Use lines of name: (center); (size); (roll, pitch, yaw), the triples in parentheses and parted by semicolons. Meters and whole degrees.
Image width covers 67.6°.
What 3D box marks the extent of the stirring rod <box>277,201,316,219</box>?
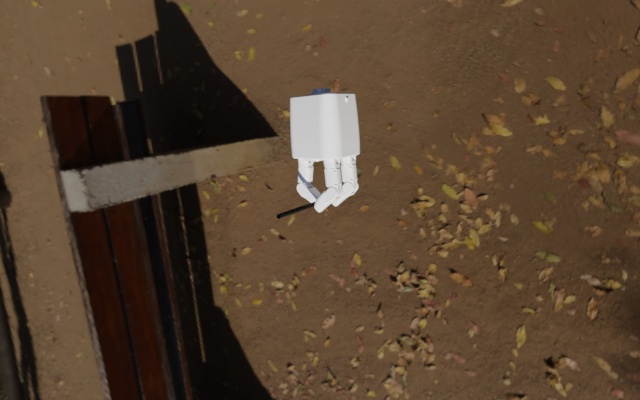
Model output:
stirring rod: (0.000, 0.003, 0.831); (0.011, 0.011, 0.239); (0, 10, 33)
